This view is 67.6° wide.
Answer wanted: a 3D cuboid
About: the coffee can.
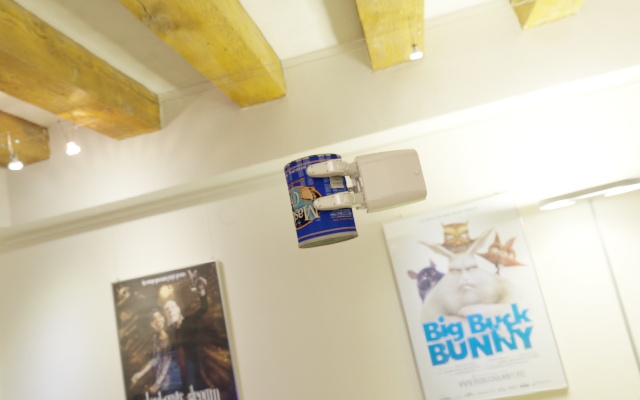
[{"bbox_3d":[0.000,0.003,0.810,0.103,0.140,0.103,-11,-10,-2],"label":"coffee can"}]
